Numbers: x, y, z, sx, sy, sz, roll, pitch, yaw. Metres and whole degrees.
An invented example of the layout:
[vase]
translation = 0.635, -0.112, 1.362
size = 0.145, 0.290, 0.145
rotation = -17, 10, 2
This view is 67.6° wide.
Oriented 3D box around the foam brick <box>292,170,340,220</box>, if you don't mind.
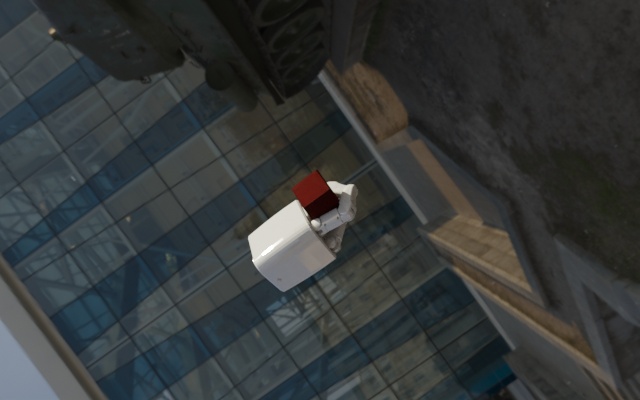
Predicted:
[foam brick]
translation = 0.000, 0.002, 0.749
size = 0.051, 0.053, 0.078
rotation = -35, -44, 3
